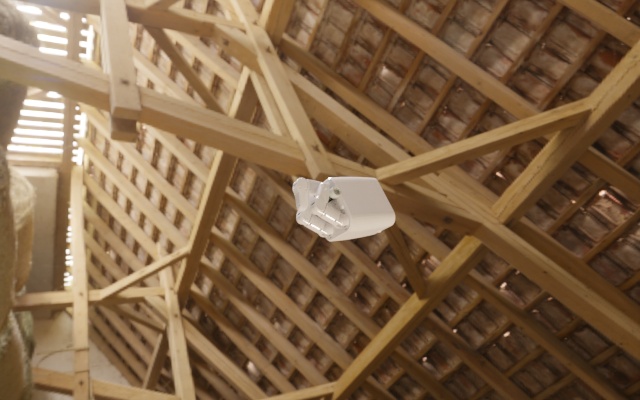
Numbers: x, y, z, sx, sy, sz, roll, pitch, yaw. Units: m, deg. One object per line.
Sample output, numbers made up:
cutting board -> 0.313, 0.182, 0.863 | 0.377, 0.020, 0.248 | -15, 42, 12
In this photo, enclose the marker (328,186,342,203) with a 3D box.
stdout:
marker -> 0.000, 0.003, 0.881 | 0.020, 0.020, 0.121 | 0, -19, -31
